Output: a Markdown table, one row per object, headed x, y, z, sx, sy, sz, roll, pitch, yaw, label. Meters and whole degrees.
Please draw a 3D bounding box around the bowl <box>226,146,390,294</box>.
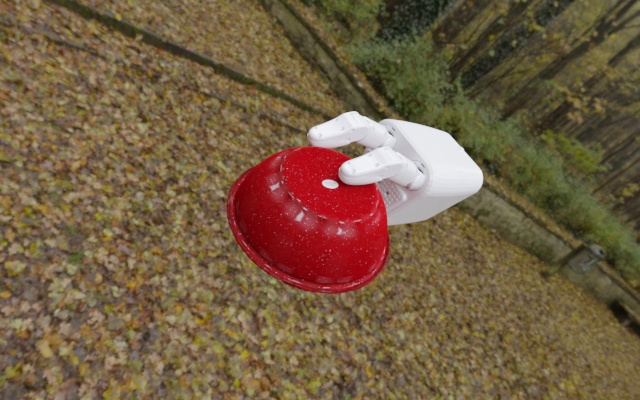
| x | y | z | sx | sy | sz | roll | pitch | yaw | label |
| --- | --- | --- | --- | --- | --- | --- | --- | --- | --- |
| -0.001 | 0.002 | 0.431 | 0.162 | 0.162 | 0.055 | 0 | -42 | -27 | bowl |
